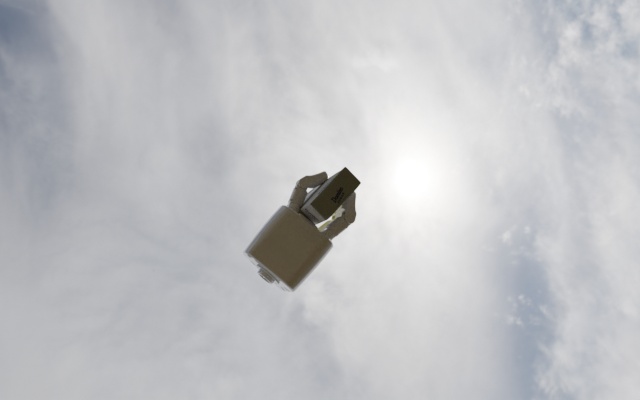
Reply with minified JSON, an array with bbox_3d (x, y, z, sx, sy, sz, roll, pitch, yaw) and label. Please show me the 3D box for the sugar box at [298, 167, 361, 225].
[{"bbox_3d":[0.000,0.003,0.852,0.093,0.048,0.176,-47,8,-19],"label":"sugar box"}]
